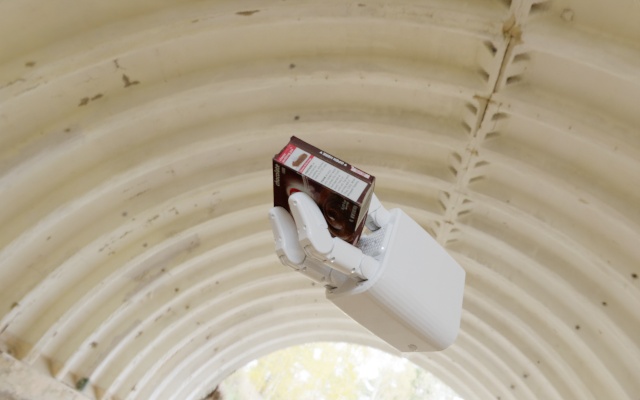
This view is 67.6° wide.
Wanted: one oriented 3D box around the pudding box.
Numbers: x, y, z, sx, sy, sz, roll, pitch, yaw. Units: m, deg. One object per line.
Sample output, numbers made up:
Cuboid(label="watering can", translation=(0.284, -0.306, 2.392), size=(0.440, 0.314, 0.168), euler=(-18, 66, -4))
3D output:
Cuboid(label="pudding box", translation=(0.000, 0.001, 0.458), size=(0.090, 0.039, 0.114), euler=(27, -32, 12))
